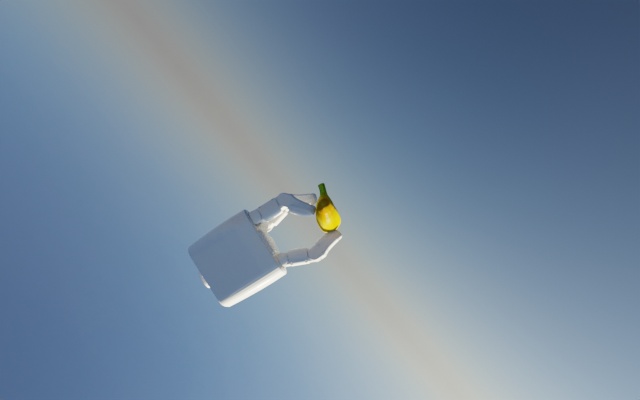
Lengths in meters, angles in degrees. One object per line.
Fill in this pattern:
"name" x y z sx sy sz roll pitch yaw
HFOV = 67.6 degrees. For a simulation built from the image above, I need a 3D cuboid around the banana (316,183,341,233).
"banana" 0.007 0.019 0.757 0.037 0.069 0.197 -24 9 1
